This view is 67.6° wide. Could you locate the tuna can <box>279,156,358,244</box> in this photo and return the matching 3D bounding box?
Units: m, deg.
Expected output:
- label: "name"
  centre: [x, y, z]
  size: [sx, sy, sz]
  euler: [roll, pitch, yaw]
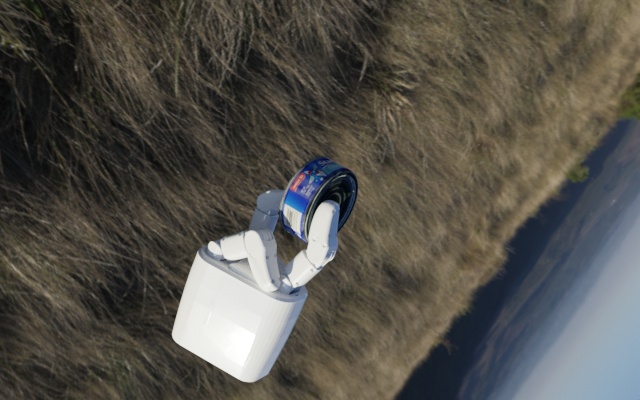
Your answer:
- label: "tuna can"
  centre: [0.001, 0.002, 0.479]
  size: [0.033, 0.086, 0.086]
  euler: [29, 15, 30]
